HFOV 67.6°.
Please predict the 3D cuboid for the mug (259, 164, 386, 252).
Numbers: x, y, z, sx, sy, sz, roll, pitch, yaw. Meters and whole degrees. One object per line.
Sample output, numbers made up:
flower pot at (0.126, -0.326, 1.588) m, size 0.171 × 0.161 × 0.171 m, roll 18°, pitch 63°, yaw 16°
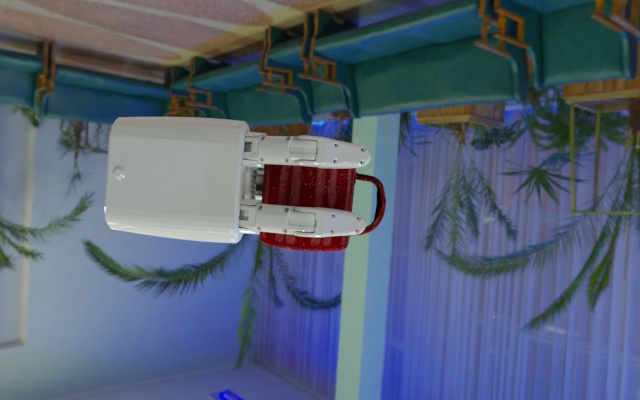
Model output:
mug at (0.001, 0.002, 0.430) m, size 0.117 × 0.081 × 0.093 m, roll 5°, pitch 2°, yaw 1°
